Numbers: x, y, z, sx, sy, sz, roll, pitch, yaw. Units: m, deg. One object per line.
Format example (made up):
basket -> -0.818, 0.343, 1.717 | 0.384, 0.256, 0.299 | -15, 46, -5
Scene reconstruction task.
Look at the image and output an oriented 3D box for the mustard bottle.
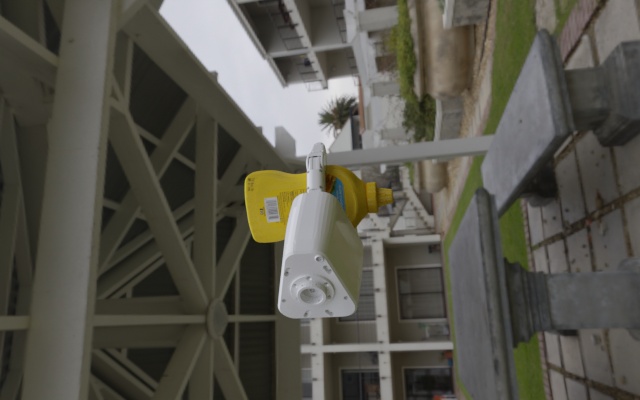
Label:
mustard bottle -> 0.000, 0.002, 0.636 | 0.191, 0.096, 0.058 | -5, 11, 10
